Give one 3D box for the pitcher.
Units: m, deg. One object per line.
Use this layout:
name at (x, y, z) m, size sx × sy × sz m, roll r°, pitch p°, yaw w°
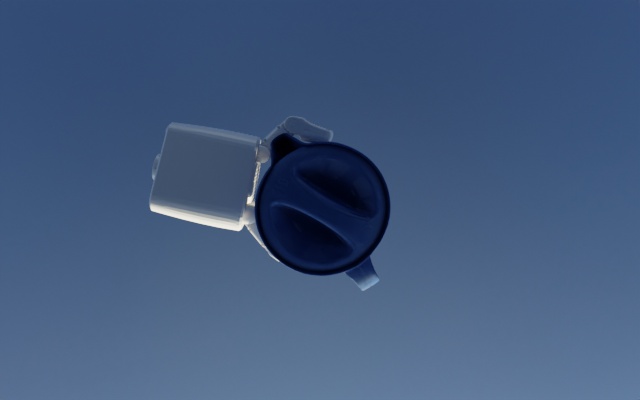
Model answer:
pitcher at (0.000, 0.002, 0.577) m, size 0.145 × 0.149 × 0.243 m, roll 11°, pitch 8°, yaw -5°
